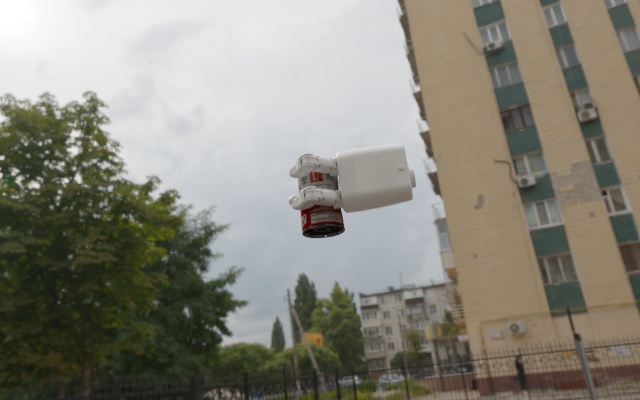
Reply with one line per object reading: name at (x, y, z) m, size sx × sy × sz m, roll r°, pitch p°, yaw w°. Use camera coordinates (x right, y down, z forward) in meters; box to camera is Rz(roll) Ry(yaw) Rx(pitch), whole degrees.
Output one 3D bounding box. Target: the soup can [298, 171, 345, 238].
soup can at (0.000, 0.002, 0.764) m, size 0.068 × 0.102 × 0.068 m, roll -5°, pitch -20°, yaw -2°
